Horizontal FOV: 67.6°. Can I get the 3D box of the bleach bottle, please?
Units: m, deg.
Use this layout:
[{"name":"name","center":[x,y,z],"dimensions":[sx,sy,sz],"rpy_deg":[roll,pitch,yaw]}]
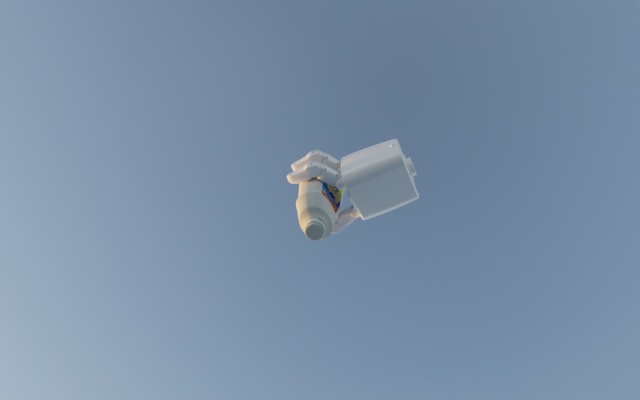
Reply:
[{"name":"bleach bottle","center":[0.000,0.003,0.833],"dimensions":[0.068,0.103,0.250],"rpy_deg":[-22,22,12]}]
